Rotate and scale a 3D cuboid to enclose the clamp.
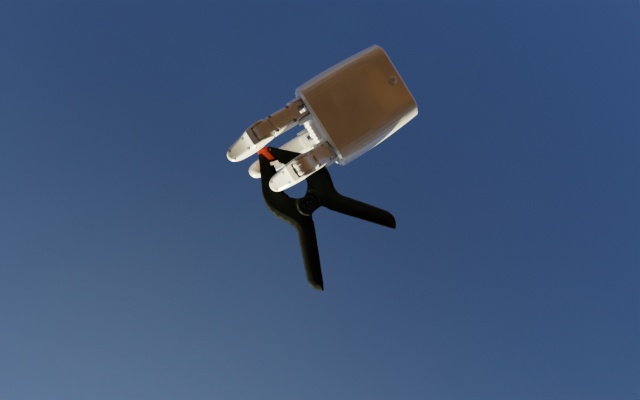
[{"bbox_3d":[0.000,0.002,0.537,0.120,0.171,0.039,-32,3,-4],"label":"clamp"}]
